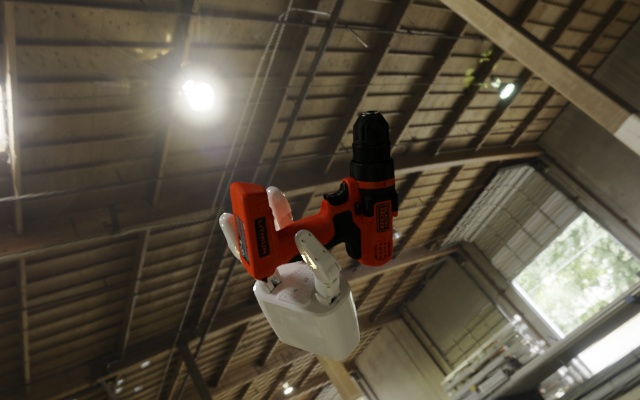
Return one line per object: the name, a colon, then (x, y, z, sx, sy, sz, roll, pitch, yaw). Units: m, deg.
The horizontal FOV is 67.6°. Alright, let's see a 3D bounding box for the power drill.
power drill: (0.000, 0.002, 0.527, 0.187, 0.184, 0.057, -11, 18, -21)
